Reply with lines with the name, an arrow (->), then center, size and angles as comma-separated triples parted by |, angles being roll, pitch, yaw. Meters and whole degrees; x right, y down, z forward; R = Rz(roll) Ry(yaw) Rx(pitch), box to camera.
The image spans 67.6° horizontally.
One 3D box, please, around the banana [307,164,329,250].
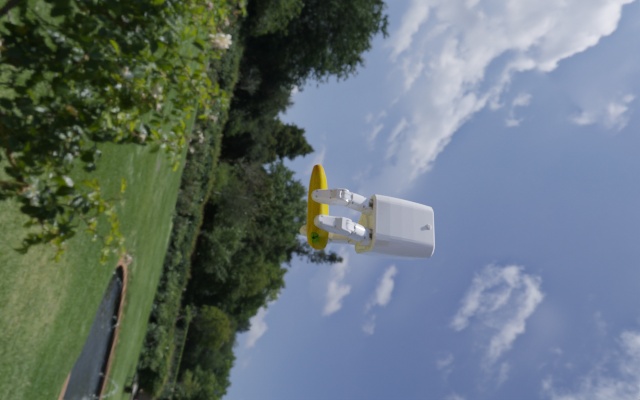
banana -> -0.003, 0.019, 0.806 | 0.037, 0.070, 0.197 | 6, 38, -6
